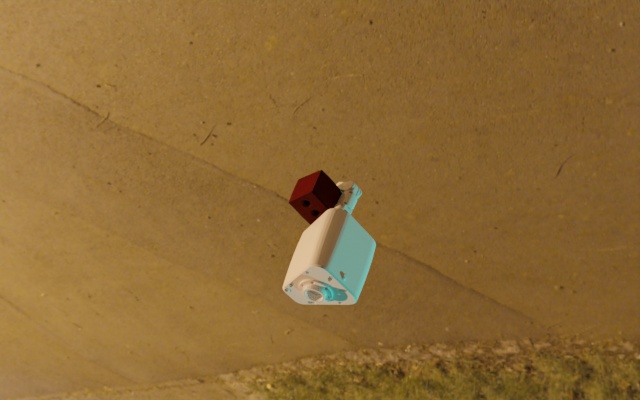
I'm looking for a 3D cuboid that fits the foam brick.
[{"bbox_3d":[0.000,0.002,0.730,0.053,0.051,0.078,-23,-59,40],"label":"foam brick"}]
